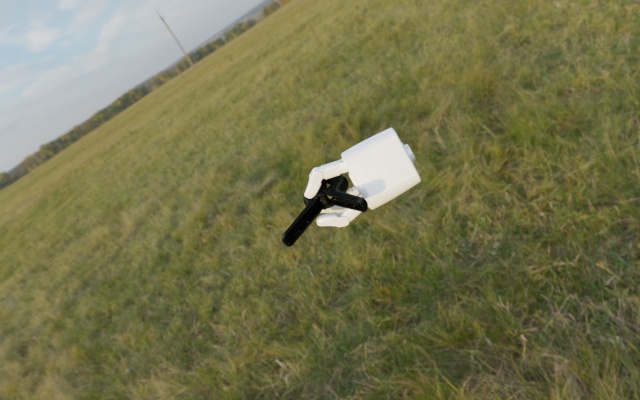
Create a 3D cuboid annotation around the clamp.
[{"bbox_3d":[0.000,0.002,0.895,0.164,0.036,0.210,-28,24,8],"label":"clamp"}]
